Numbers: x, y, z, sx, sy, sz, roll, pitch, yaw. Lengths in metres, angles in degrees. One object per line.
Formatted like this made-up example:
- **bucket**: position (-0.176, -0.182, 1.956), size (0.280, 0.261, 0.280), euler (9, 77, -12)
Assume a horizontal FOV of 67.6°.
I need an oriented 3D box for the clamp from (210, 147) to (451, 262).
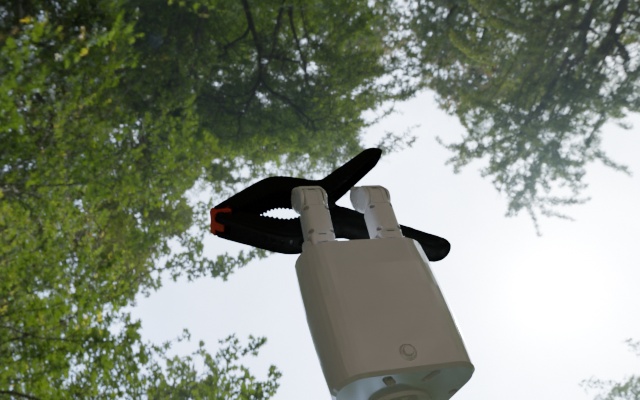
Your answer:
- **clamp**: position (-0.001, 0.002, 0.461), size (0.210, 0.036, 0.164), euler (-2, 39, -14)
